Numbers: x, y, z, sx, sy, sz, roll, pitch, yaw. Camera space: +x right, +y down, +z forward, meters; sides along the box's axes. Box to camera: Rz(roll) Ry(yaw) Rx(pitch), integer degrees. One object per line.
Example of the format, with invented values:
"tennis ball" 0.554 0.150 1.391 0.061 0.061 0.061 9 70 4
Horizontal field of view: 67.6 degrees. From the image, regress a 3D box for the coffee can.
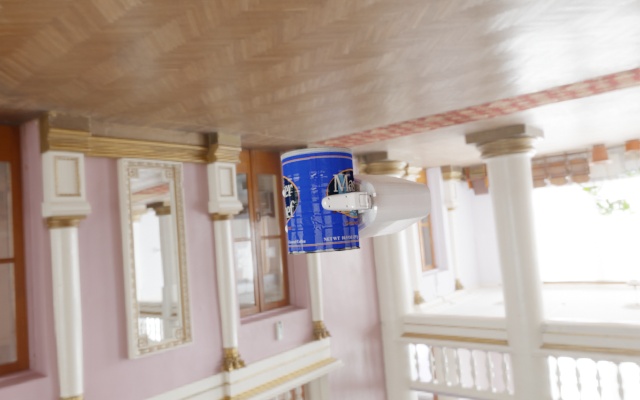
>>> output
"coffee can" 0.000 0.002 0.678 0.103 0.140 0.103 -4 -4 0
